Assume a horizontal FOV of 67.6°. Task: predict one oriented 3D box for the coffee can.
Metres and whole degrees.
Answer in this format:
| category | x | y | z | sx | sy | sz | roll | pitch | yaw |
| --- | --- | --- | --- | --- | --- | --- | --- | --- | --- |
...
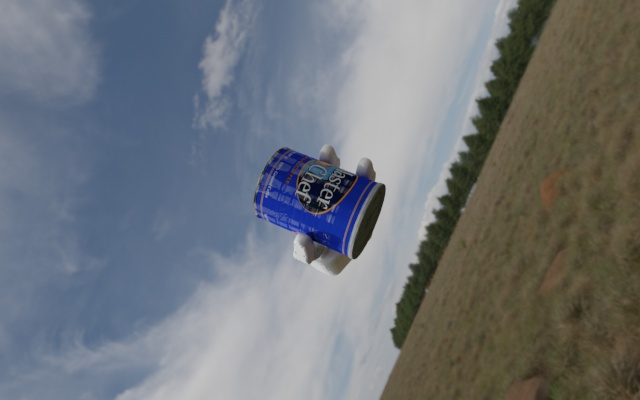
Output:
| category | x | y | z | sx | sy | sz | roll | pitch | yaw |
| --- | --- | --- | --- | --- | --- | --- | --- | --- | --- |
| coffee can | 0.000 | 0.002 | 0.617 | 0.140 | 0.103 | 0.103 | 22 | 6 | 16 |
